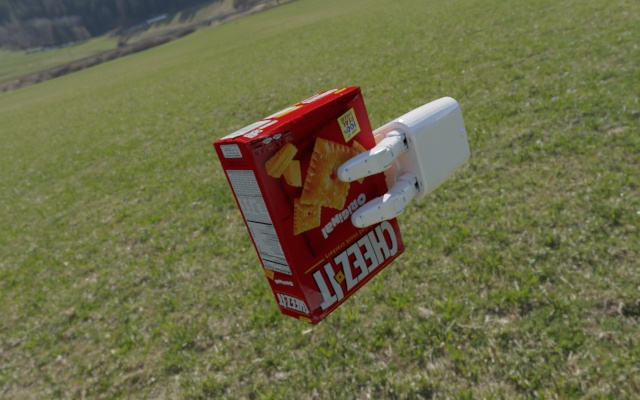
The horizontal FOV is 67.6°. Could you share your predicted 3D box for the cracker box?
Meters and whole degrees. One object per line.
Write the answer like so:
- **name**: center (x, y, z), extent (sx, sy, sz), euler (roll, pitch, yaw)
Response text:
- **cracker box**: center (0.000, 0.002, 0.533), extent (0.164, 0.214, 0.072), euler (-32, 23, -34)
